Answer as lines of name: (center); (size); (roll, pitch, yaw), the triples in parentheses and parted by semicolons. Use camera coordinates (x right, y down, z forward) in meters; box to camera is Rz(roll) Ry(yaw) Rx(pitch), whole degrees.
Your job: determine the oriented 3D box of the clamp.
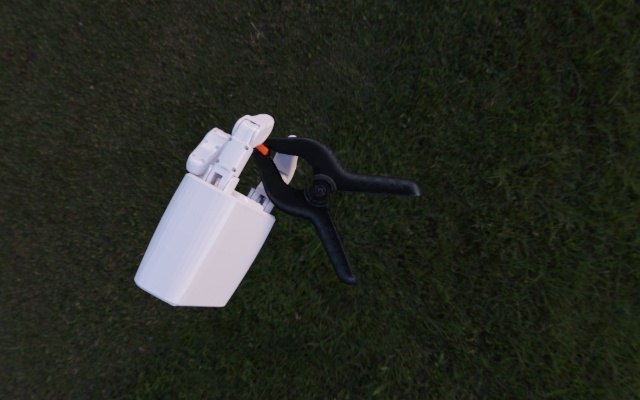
clamp: (0.000, 0.001, 0.470); (0.171, 0.120, 0.039); (27, -4, 3)
